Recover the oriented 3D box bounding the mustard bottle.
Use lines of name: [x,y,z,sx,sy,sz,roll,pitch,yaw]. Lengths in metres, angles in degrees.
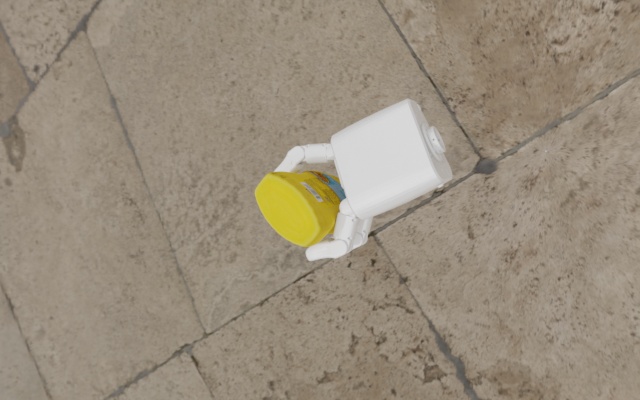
mustard bottle: [0.000,0.002,0.624,0.096,0.058,0.191,45,21,15]
